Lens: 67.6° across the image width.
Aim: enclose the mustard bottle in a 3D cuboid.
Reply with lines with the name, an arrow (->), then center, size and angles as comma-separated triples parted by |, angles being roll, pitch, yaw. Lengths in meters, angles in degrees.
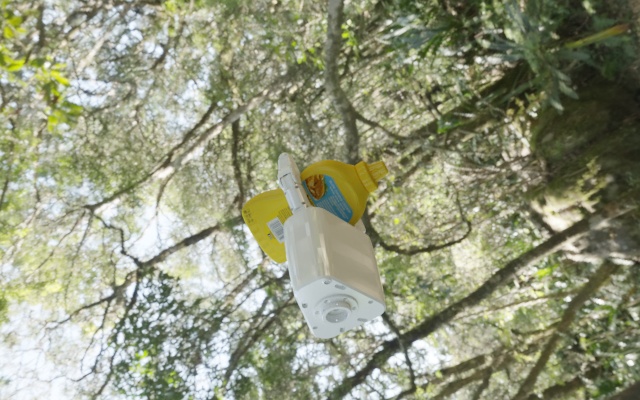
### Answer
mustard bottle -> 0.000, 0.002, 0.622 | 0.191, 0.096, 0.058 | -28, 14, 15
